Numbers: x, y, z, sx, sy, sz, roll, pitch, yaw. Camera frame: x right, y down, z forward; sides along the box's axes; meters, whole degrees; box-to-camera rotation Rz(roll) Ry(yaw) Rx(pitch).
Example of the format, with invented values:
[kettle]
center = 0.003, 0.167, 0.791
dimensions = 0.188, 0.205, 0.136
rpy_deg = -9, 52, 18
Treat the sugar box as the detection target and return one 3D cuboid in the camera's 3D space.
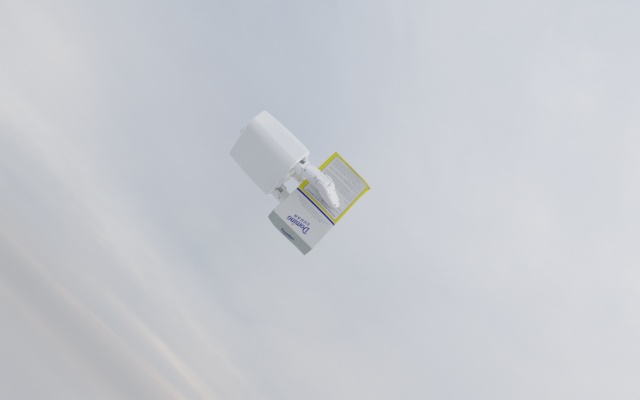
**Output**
[sugar box]
center = 0.000, 0.003, 0.833
dimensions = 0.176, 0.093, 0.048
rpy_deg = -44, -1, -29
